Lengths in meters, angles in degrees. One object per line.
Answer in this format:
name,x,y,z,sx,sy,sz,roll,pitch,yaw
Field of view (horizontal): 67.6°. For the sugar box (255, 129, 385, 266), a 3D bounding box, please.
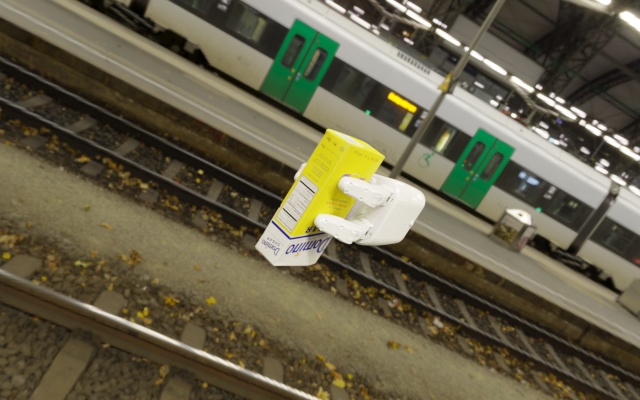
sugar box,0.001,0.002,0.598,0.048,0.176,0.093,38,16,31
